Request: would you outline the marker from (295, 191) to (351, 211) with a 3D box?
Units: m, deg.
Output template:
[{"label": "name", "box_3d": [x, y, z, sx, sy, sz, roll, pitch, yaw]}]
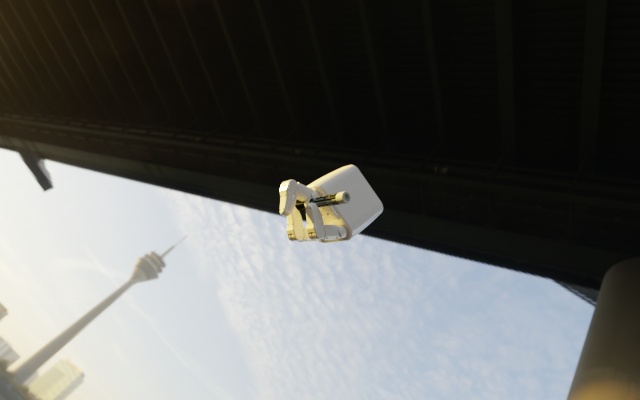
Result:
[{"label": "marker", "box_3d": [0.000, 0.003, 0.776, 0.020, 0.020, 0.121, 0, -7, -42]}]
